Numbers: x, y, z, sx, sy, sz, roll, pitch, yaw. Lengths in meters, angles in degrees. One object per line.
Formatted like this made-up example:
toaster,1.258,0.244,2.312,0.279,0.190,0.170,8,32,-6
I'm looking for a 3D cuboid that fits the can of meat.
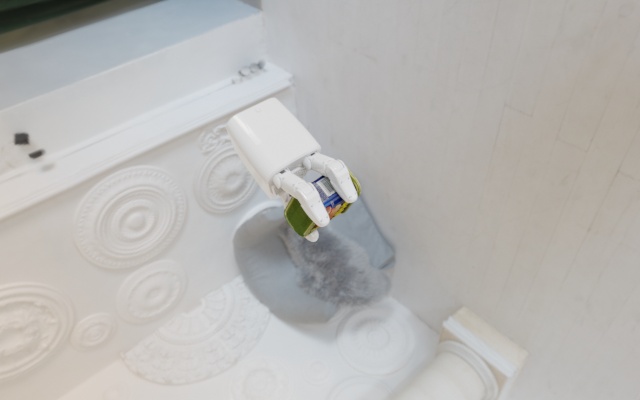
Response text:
can of meat,0.000,0.003,0.696,0.084,0.057,0.102,-33,-11,-27
